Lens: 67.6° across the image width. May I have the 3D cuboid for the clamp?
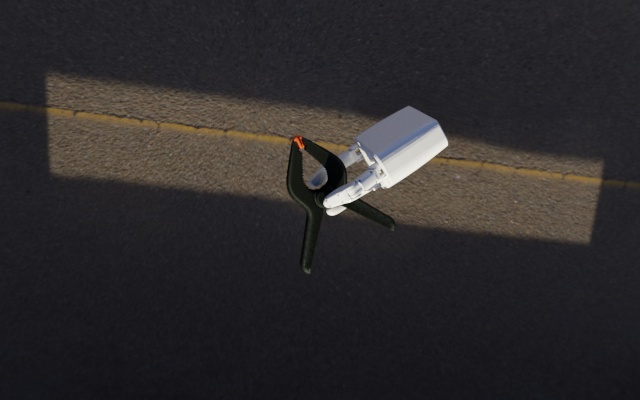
[{"bbox_3d":[0.000,0.002,0.731,0.164,0.210,0.036,-34,15,-3],"label":"clamp"}]
